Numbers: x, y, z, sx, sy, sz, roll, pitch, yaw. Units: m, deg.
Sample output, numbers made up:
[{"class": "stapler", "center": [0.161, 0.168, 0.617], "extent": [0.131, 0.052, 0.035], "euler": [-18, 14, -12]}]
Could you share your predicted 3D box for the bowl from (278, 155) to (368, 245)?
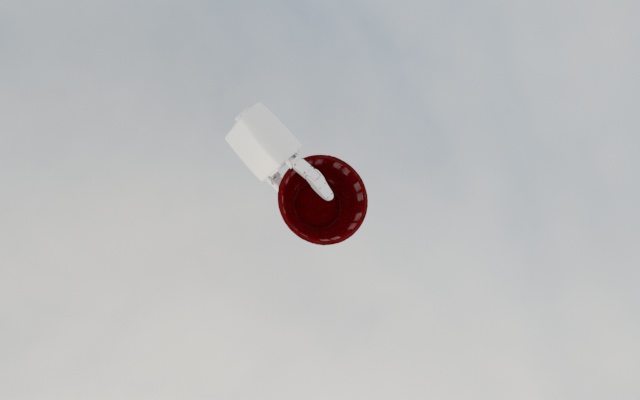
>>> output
[{"class": "bowl", "center": [0.001, 0.004, 0.853], "extent": [0.162, 0.162, 0.055], "euler": [0, -13, -13]}]
